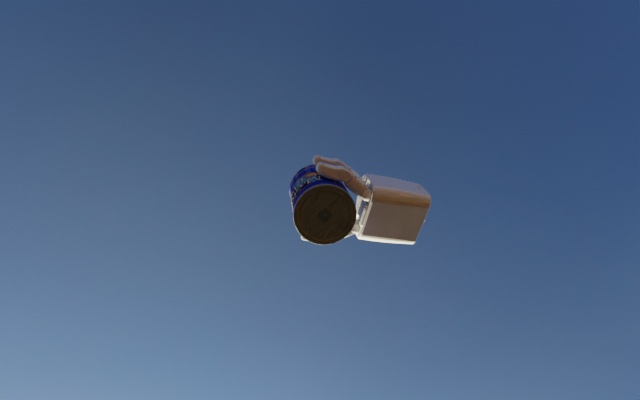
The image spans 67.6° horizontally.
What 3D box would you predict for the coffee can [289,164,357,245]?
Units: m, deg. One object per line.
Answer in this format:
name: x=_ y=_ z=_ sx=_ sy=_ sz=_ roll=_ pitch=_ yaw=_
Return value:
coffee can: x=0.000 y=0.003 z=0.829 sx=0.103 sy=0.103 sz=0.140 roll=0 pitch=18 yaw=-7
